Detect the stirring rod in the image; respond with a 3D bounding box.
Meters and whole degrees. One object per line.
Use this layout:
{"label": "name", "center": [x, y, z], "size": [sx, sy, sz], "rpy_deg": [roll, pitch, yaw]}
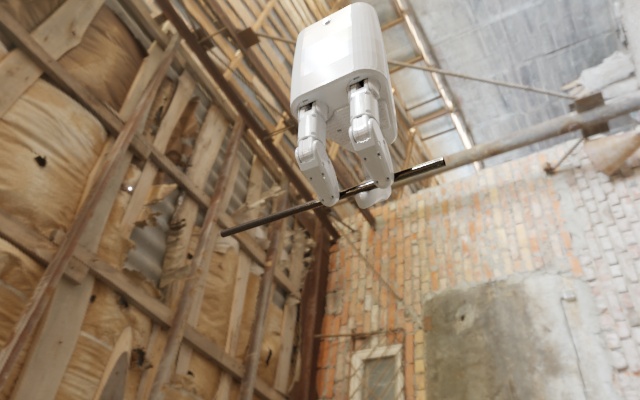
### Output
{"label": "stirring rod", "center": [0.000, 0.001, 0.450], "size": [0.239, 0.011, 0.011], "rpy_deg": [-18, -8, 26]}
